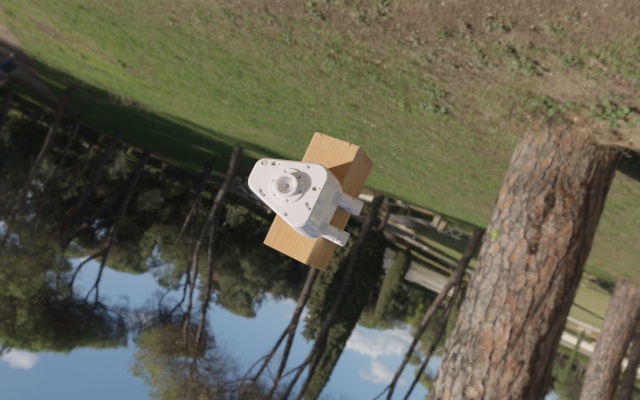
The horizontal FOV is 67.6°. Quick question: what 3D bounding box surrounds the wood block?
[{"bbox_3d":[0.000,0.003,0.811,0.091,0.206,0.090,23,-6,25],"label":"wood block"}]
